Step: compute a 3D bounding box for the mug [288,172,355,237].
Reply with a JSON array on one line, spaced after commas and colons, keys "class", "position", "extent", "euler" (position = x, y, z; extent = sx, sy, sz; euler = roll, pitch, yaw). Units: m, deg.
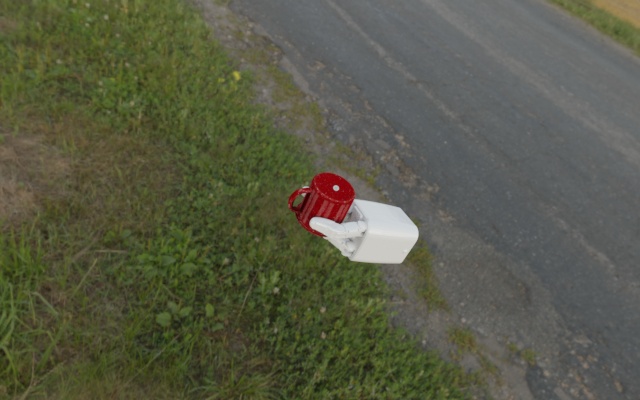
[{"class": "mug", "position": [-0.001, 0.002, 0.848], "extent": [0.117, 0.081, 0.093], "euler": [9, 40, -22]}]
